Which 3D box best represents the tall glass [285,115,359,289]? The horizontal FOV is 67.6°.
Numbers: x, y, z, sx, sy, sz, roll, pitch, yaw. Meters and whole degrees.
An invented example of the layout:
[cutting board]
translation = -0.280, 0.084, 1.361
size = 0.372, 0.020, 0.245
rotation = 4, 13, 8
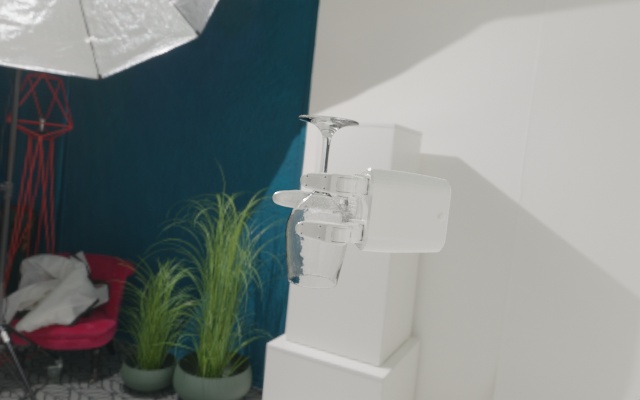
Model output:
[tall glass]
translation = 0.000, 0.001, 0.582
size = 0.079, 0.201, 0.079
rotation = 6, 4, 0
